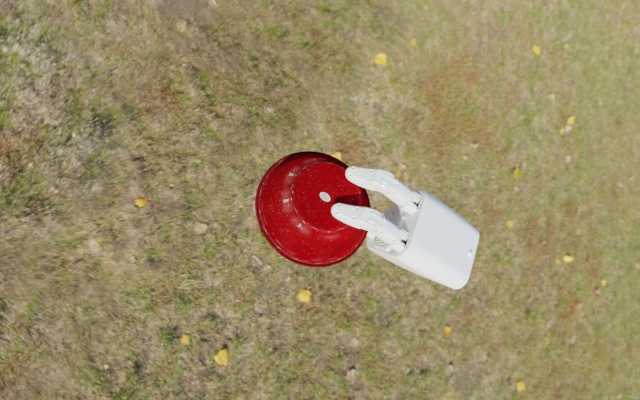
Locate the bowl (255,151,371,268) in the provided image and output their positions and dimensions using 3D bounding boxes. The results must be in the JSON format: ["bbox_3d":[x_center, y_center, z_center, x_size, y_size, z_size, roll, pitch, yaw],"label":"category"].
[{"bbox_3d":[-0.001,0.002,0.614,0.162,0.162,0.055,0,-17,-18],"label":"bowl"}]
